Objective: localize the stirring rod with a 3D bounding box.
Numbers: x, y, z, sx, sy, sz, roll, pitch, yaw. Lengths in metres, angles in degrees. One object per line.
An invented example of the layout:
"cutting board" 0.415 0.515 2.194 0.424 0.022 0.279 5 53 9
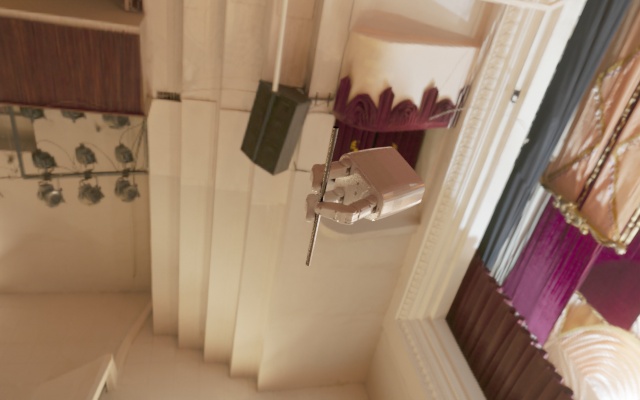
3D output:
"stirring rod" 0.000 0.002 0.702 0.011 0.240 0.011 8 32 -5
